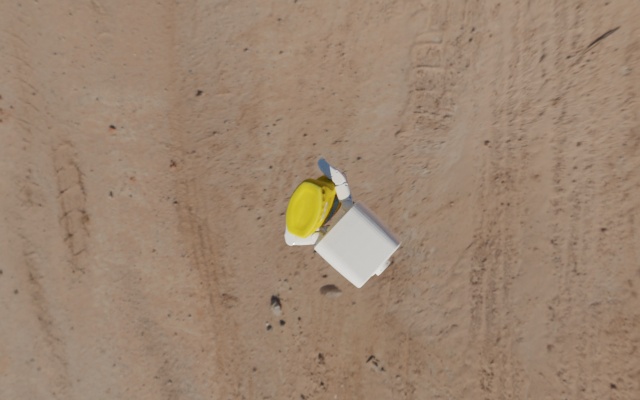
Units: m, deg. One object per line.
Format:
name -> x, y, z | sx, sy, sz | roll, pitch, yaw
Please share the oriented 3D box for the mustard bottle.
mustard bottle -> 0.000, 0.003, 0.851 | 0.058, 0.096, 0.191 | 19, 13, 14
